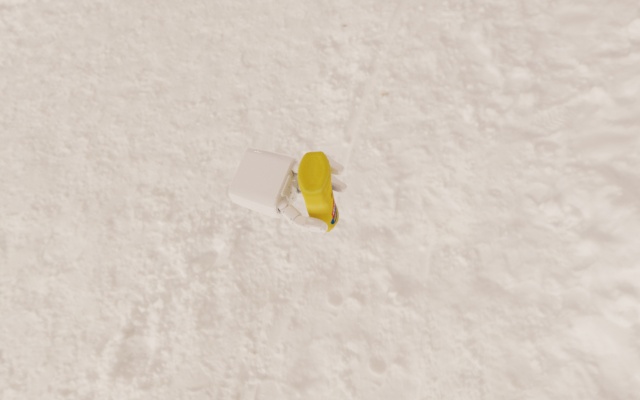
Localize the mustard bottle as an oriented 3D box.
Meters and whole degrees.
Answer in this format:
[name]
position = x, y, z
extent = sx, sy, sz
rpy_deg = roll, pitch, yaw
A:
[mustard bottle]
position = 0.000, 0.003, 0.894
extent = 0.058, 0.096, 0.192
rpy_deg = -5, -36, 6
